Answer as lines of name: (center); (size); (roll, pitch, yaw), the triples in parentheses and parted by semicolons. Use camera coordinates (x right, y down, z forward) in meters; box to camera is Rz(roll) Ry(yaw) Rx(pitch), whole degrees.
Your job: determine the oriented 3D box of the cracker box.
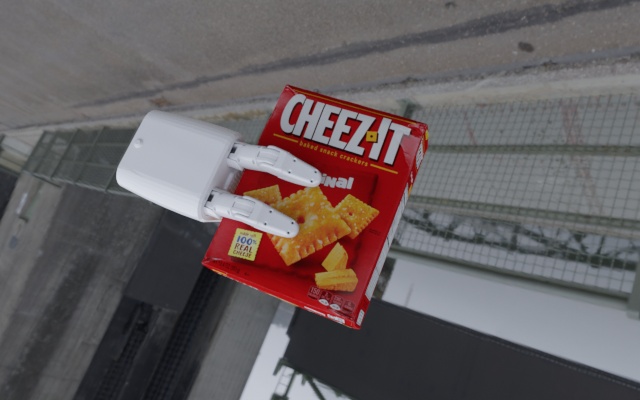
cracker box: (0.000, 0.002, 0.497); (0.164, 0.213, 0.072); (19, -14, 15)
